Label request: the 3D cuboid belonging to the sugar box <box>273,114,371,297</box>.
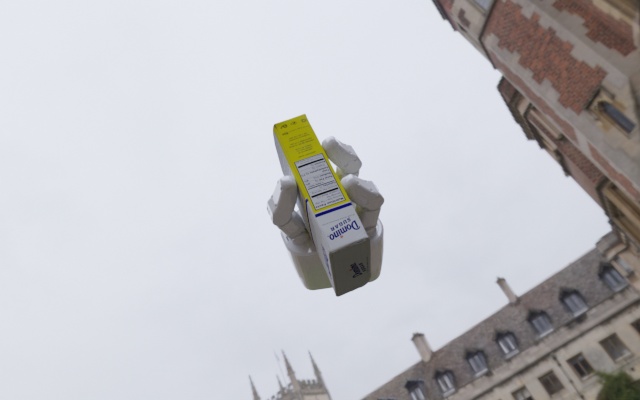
[{"bbox_3d":[0.001,0.001,0.501,0.048,0.176,0.093,-22,-35,-9],"label":"sugar box"}]
